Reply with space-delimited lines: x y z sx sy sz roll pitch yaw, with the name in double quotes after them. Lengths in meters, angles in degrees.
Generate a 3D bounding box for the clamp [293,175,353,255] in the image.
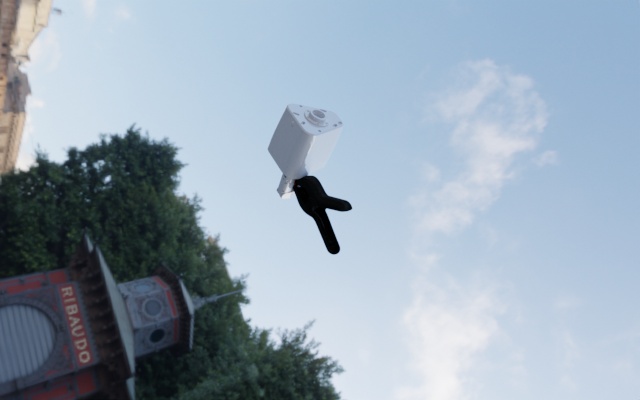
0.001 0.003 0.875 0.039 0.171 0.120 -14 -35 -37 "clamp"
